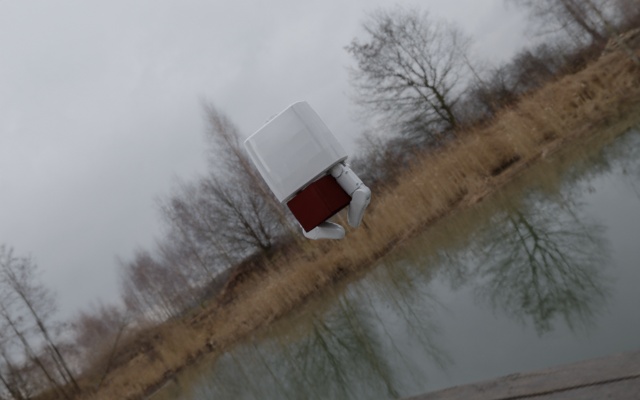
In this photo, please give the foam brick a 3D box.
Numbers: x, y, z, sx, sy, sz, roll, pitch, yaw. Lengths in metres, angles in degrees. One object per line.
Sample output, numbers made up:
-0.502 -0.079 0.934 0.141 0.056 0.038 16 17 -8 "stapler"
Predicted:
0.000 0.002 0.665 0.053 0.051 0.078 -36 -3 28 "foam brick"
